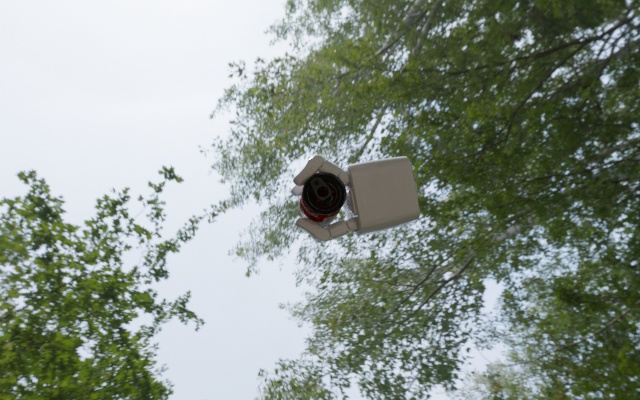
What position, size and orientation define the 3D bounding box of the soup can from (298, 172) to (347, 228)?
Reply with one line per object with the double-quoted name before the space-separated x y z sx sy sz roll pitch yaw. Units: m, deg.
"soup can" 0.000 0.003 0.768 0.068 0.068 0.102 0 -16 -7
